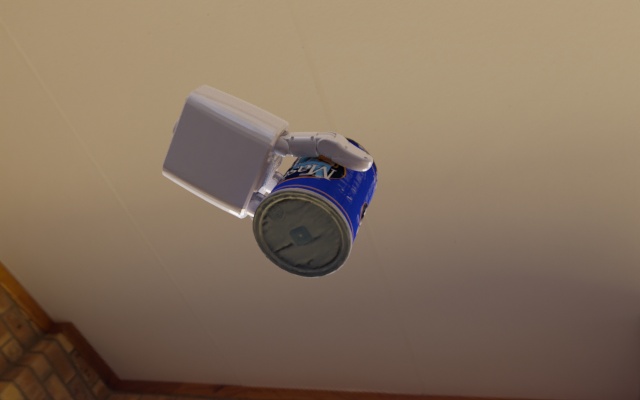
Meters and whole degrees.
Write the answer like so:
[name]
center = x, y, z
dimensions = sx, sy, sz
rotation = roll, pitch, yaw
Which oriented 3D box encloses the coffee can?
[coffee can]
center = 0.000, 0.002, 0.527
dimensions = 0.103, 0.103, 0.140
rotation = 0, 29, 19
